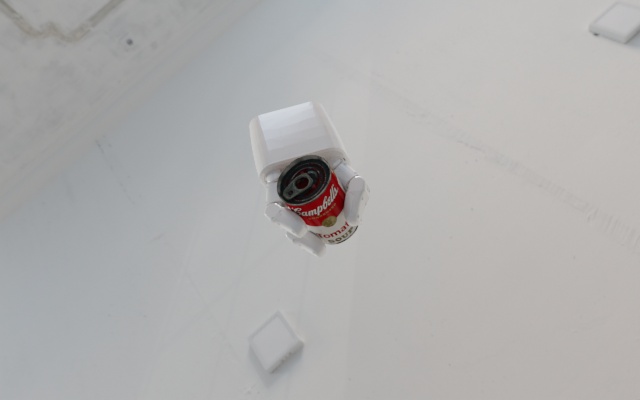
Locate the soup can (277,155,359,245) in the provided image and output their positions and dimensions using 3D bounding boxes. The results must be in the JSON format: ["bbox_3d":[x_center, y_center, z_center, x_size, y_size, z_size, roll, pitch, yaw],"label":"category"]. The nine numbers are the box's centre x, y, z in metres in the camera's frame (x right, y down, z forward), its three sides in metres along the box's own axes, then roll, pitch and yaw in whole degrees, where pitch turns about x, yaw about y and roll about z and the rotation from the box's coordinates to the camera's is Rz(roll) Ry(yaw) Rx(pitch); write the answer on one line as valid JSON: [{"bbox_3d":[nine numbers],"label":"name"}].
[{"bbox_3d":[0.000,0.002,0.577,0.068,0.068,0.102,0,-31,28],"label":"soup can"}]
